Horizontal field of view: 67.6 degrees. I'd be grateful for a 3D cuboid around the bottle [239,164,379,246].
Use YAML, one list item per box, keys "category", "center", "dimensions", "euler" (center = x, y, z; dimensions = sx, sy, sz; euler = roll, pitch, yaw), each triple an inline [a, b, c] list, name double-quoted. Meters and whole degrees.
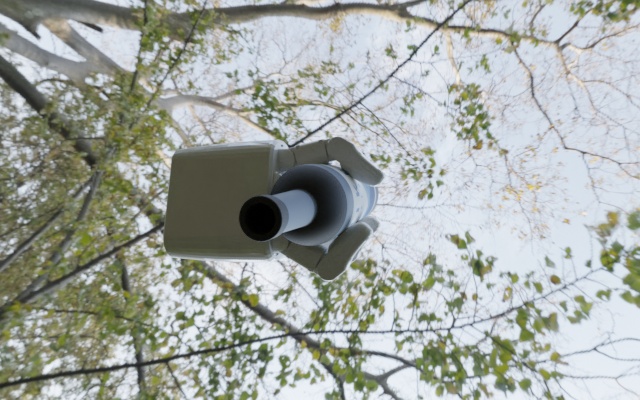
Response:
- category: "bottle"
  center: [0.000, 0.001, 0.423]
  dimensions: [0.069, 0.069, 0.295]
  euler: [0, 4, 14]
